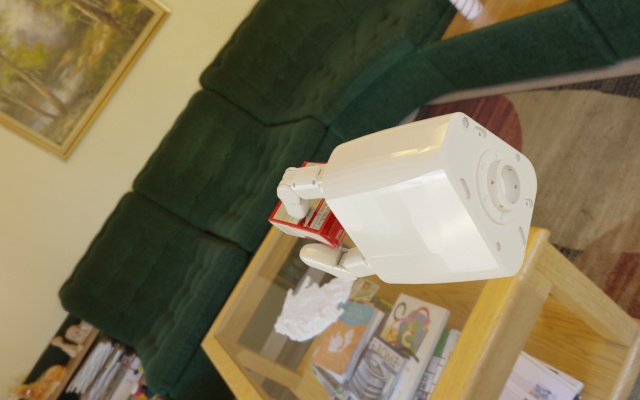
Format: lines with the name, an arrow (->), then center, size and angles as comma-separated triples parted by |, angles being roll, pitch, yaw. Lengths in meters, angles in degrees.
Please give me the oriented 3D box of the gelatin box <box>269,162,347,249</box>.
gelatin box -> 0.000, 0.001, 0.456 | 0.030, 0.073, 0.089 | 41, -18, -33
